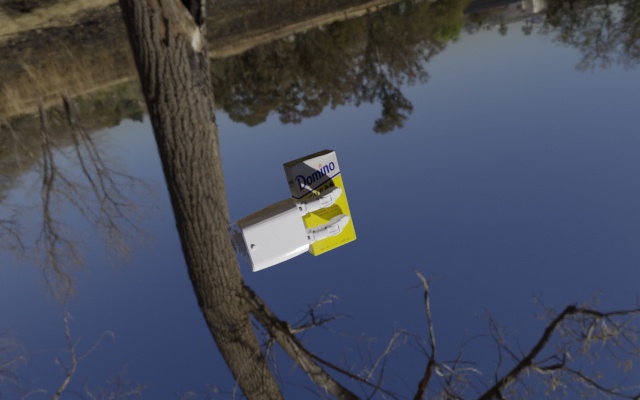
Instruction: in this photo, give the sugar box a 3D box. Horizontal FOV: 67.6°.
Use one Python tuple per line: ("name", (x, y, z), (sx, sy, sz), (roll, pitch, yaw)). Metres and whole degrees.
("sugar box", (0.000, 0.003, 0.883), (0.093, 0.176, 0.048), (-21, 19, -20))
